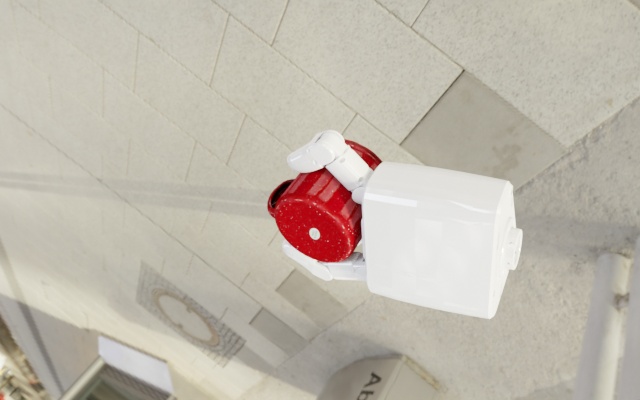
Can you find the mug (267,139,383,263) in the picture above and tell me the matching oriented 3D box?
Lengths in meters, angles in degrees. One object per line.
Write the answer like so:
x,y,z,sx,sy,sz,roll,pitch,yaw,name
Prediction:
-0.001,0.001,0.451,0.117,0.093,0.081,8,44,31,mug
